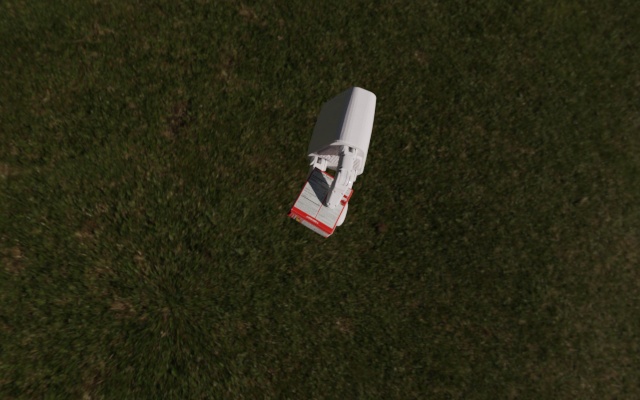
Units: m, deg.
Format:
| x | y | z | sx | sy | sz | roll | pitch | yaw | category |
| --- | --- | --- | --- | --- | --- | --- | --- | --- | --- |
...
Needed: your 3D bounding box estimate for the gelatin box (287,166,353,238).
| x | y | z | sx | sy | sz | roll | pitch | yaw | category |
| --- | --- | --- | --- | --- | --- | --- | --- | --- | --- |
| 0.000 | 0.003 | 0.749 | 0.073 | 0.089 | 0.030 | 31 | -27 | -7 | gelatin box |
